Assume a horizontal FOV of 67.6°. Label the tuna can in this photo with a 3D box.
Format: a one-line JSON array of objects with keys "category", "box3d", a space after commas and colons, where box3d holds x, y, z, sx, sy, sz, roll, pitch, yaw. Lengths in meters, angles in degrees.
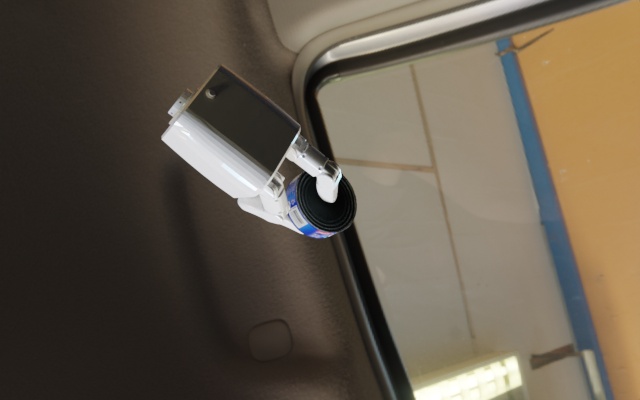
[{"category": "tuna can", "box3d": [0.000, 0.002, 0.580, 0.086, 0.086, 0.034, 0, -18, -34]}]
